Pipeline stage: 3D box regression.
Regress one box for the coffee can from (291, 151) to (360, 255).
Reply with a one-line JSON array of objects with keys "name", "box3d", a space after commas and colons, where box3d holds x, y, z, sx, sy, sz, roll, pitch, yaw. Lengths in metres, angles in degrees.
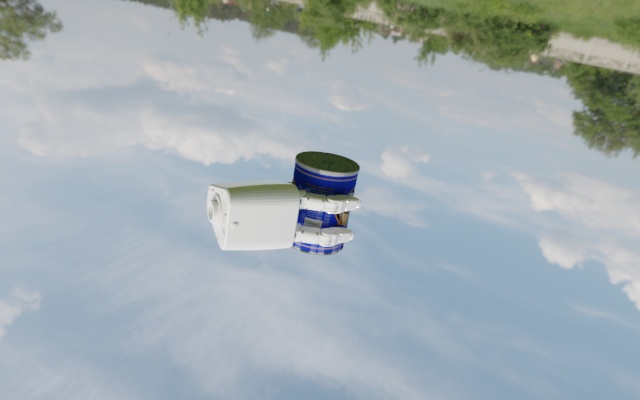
[{"name": "coffee can", "box3d": [0.000, 0.002, 0.771, 0.103, 0.140, 0.102, 9, 21, -3]}]
